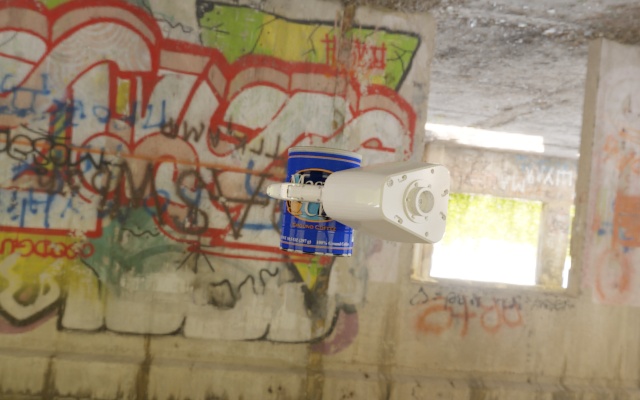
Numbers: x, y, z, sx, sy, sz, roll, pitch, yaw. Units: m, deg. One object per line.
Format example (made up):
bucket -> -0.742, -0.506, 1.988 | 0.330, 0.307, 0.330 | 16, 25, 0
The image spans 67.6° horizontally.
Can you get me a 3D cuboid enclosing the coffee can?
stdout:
coffee can -> 0.000, 0.002, 0.662 | 0.103, 0.140, 0.103 | 6, -1, 0
